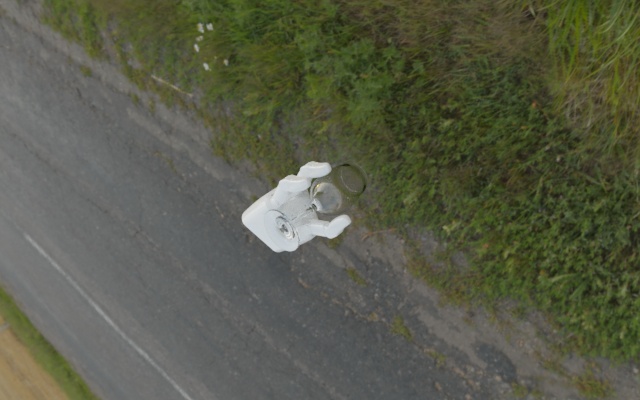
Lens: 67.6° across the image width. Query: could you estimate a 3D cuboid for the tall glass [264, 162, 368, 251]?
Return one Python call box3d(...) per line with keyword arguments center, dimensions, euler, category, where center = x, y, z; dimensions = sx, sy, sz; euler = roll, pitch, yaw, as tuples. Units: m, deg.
box3d(center=(0.000, 0.003, 0.805), dimensions=(0.079, 0.079, 0.201), euler=(0, 27, 44), category="tall glass")
